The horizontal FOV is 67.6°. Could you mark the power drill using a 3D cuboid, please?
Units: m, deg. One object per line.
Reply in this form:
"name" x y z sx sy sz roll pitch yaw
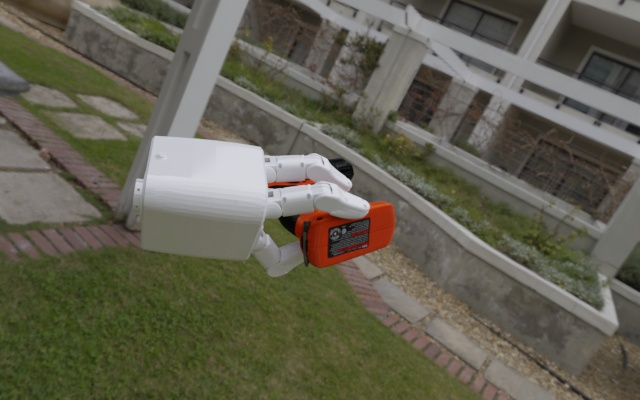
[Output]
"power drill" 0.000 0.002 0.561 0.184 0.057 0.187 -16 27 -28
